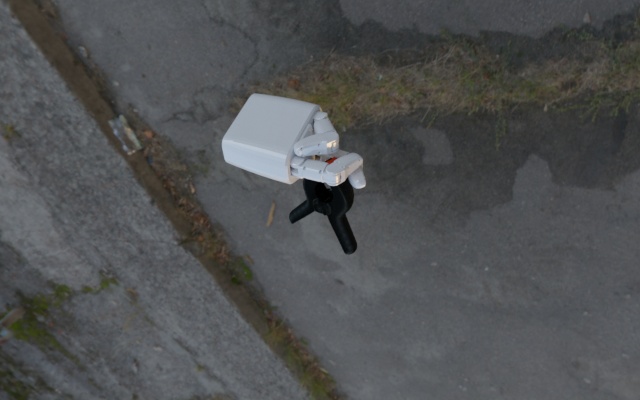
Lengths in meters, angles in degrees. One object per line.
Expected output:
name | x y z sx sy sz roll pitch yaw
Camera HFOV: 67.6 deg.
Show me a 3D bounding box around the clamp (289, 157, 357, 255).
clamp | 0.000 0.003 0.703 0.120 0.172 0.039 17 46 20
